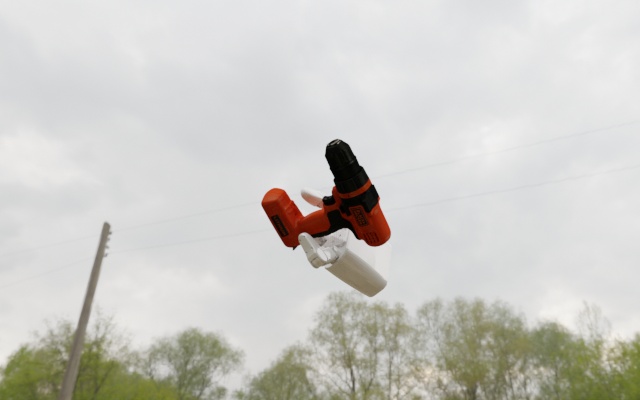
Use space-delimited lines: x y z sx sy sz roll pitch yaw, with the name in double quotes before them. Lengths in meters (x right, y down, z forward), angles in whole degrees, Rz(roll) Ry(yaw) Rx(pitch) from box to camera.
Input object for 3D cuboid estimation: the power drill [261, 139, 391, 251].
"power drill" 0.000 0.003 0.752 0.187 0.184 0.057 -11 27 34
